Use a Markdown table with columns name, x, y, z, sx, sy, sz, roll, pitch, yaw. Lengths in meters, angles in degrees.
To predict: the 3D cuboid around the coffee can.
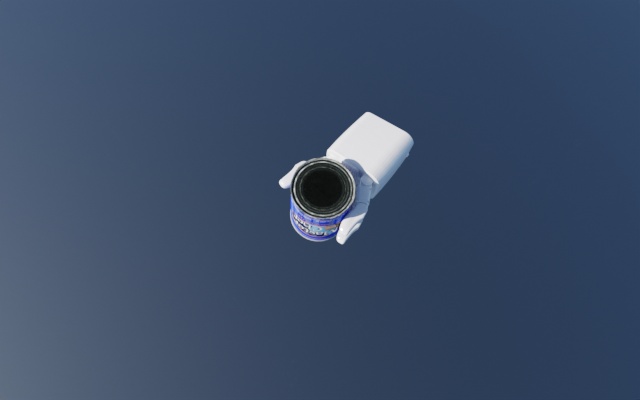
| name | x | y | z | sx | sy | sz | roll | pitch | yaw |
| --- | --- | --- | --- | --- | --- | --- | --- | --- | --- |
| coffee can | 0.000 | 0.003 | 0.804 | 0.103 | 0.102 | 0.140 | 0 | -19 | -3 |
